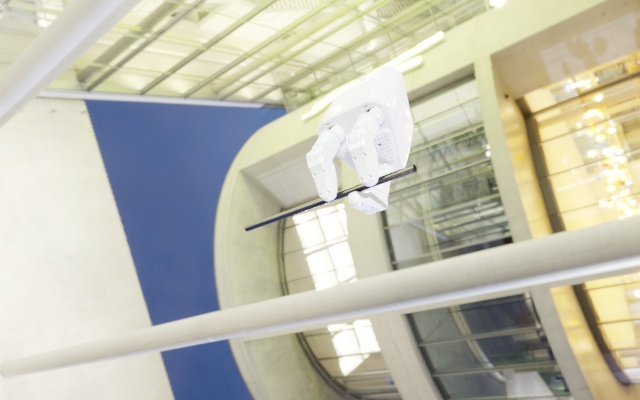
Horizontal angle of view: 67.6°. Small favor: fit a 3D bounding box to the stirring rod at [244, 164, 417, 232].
[{"bbox_3d":[0.000,0.002,0.543,0.239,0.011,0.011,-20,-11,34],"label":"stirring rod"}]
